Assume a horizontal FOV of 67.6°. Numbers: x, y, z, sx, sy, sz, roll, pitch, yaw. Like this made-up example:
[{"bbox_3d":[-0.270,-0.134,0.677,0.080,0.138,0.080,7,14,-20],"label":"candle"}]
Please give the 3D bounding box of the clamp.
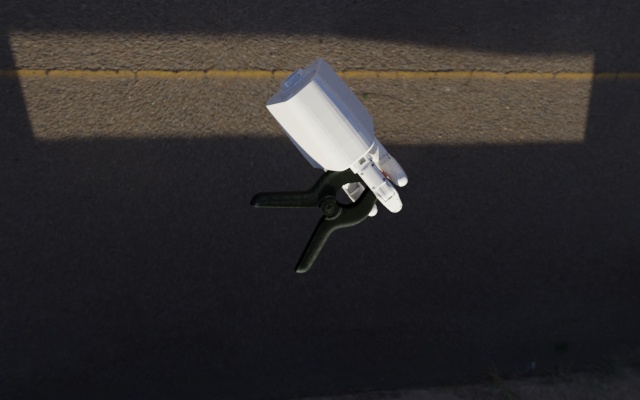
[{"bbox_3d":[0.000,0.002,0.605,0.171,0.120,0.039,-40,20,4],"label":"clamp"}]
